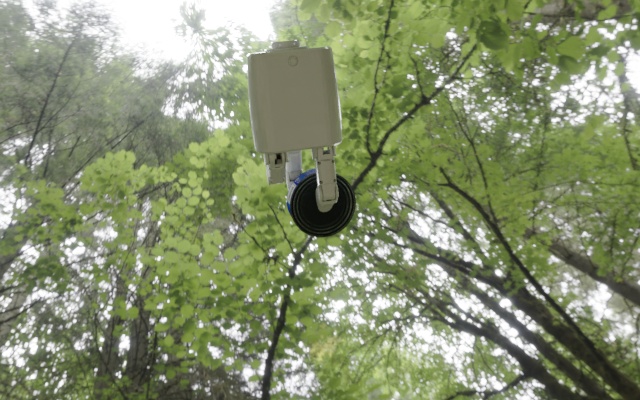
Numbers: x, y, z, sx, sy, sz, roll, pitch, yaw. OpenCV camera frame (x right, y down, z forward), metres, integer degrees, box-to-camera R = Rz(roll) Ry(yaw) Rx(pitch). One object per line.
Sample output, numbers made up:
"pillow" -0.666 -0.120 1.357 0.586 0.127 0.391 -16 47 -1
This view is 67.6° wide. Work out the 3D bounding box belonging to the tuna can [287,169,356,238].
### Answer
"tuna can" 0.000 0.002 0.617 0.086 0.086 0.033 0 14 -14
